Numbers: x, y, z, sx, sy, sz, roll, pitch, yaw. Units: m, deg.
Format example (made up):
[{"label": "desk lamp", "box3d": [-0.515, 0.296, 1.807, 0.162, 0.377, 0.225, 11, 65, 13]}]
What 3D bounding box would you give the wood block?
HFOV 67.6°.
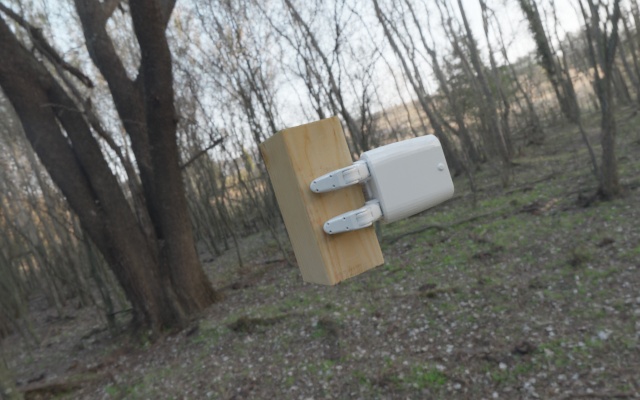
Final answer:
[{"label": "wood block", "box3d": [0.000, 0.002, 0.654, 0.090, 0.206, 0.091, -19, 3, -25]}]
